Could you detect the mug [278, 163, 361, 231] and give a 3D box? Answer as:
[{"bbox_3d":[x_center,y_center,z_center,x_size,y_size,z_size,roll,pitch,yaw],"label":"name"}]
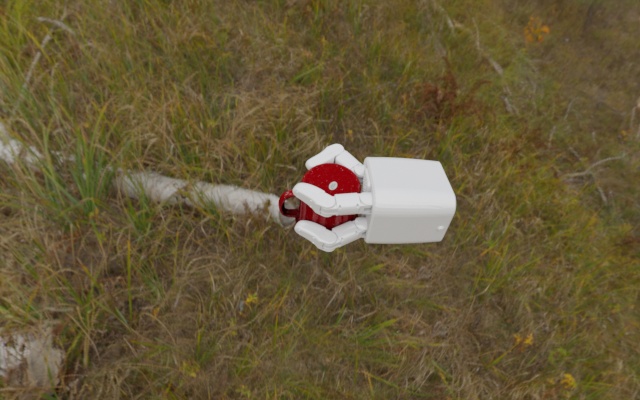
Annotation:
[{"bbox_3d":[-0.001,0.002,0.664,0.117,0.093,0.082,1,-38,-4],"label":"mug"}]
